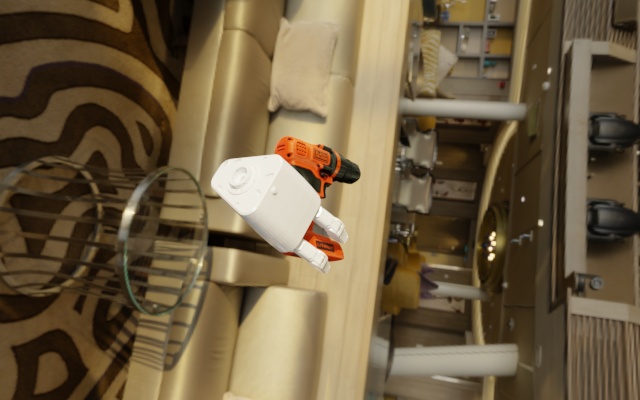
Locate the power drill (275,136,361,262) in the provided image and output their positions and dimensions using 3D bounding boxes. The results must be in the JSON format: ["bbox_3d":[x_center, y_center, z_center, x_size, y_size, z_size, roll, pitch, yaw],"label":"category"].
[{"bbox_3d":[0.000,0.003,0.777,0.184,0.187,0.057,15,-22,-42],"label":"power drill"}]
